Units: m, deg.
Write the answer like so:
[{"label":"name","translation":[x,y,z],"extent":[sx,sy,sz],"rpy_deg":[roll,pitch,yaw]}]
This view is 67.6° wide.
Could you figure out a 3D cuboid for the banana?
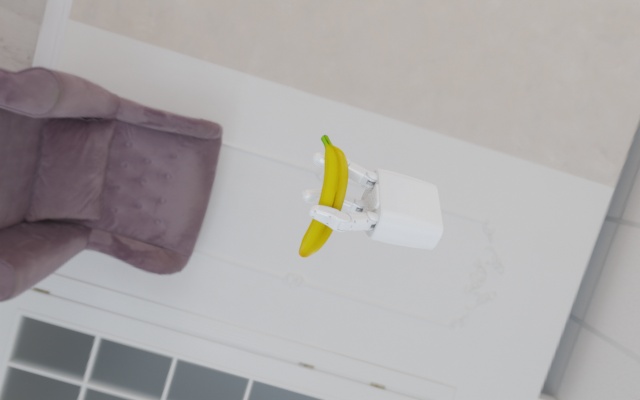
[{"label":"banana","translation":[0.008,0.004,0.726],"extent":[0.037,0.198,0.069],"rpy_deg":[8,12,-25]}]
